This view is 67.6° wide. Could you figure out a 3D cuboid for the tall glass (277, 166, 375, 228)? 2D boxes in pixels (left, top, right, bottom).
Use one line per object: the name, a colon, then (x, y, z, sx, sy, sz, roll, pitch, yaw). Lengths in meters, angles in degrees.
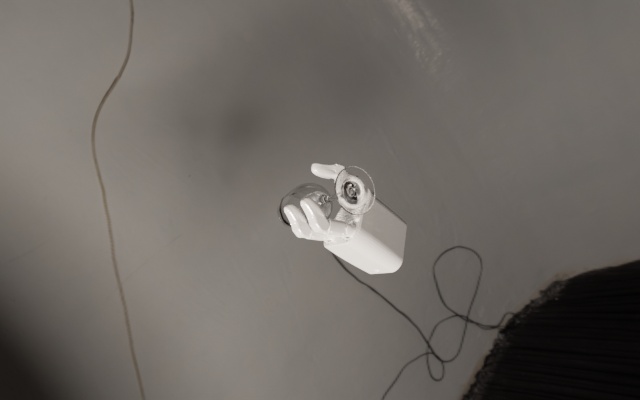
tall glass: (0.000, 0.002, 0.793, 0.079, 0.079, 0.201, 0, -10, -33)
